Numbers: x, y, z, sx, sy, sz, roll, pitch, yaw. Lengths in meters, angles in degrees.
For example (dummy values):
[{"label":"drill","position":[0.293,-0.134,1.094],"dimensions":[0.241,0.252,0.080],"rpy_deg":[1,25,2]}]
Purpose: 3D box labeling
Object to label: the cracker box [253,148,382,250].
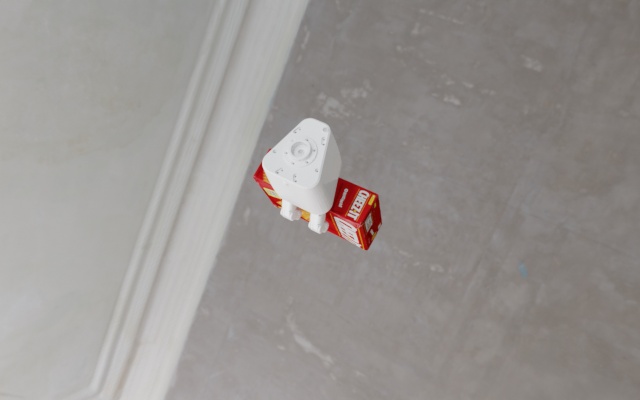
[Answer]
[{"label":"cracker box","position":[0.000,0.003,0.875],"dimensions":[0.213,0.072,0.164],"rpy_deg":[25,-14,17]}]
